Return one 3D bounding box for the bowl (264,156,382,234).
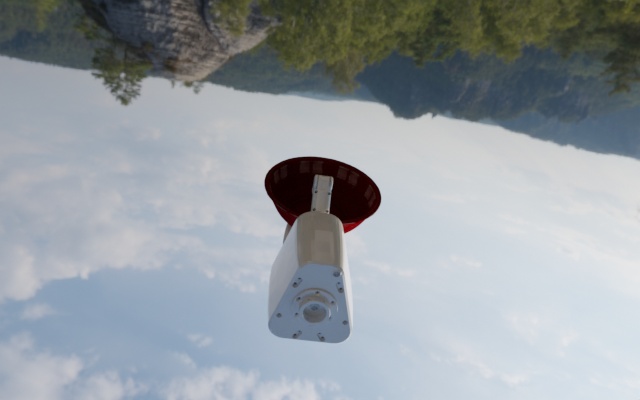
[{"bbox_3d":[0.000,0.002,0.667,0.162,0.055,0.162,7,35,-5],"label":"bowl"}]
